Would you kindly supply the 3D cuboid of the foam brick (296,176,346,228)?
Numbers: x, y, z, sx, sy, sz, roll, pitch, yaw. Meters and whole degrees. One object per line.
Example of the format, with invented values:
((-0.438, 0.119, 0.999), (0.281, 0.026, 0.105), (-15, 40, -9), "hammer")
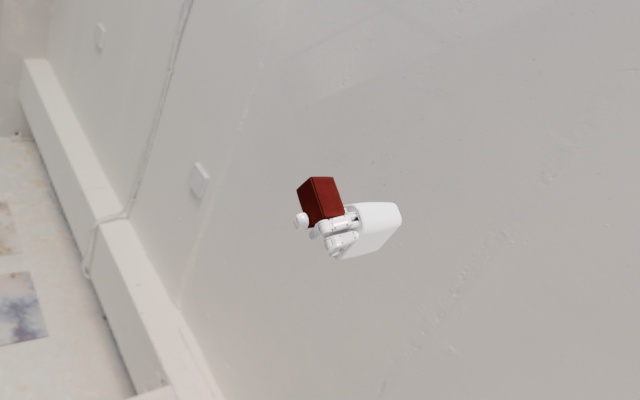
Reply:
((0.000, 0.002, 0.840), (0.051, 0.078, 0.053), (-6, -20, -38), "foam brick")
